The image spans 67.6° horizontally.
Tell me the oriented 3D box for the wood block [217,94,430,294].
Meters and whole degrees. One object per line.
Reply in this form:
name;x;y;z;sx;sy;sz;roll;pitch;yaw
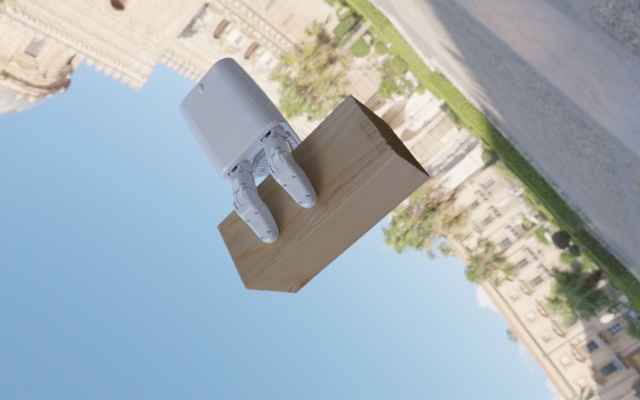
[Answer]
wood block;0.000;0.002;0.513;0.206;0.090;0.091;-43;-31;18
